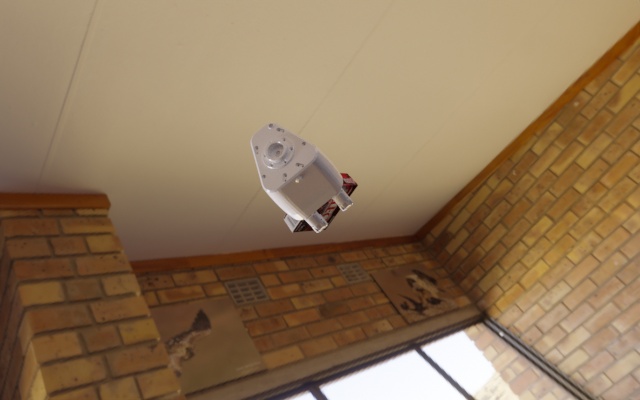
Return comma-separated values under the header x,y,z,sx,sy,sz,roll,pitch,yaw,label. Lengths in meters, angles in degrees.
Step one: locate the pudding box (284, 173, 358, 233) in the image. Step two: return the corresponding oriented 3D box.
x,y,z,sx,sy,sz,roll,pitch,yaw,label
0.000,0.003,0.822,0.090,0.113,0.039,0,44,-49,pudding box
